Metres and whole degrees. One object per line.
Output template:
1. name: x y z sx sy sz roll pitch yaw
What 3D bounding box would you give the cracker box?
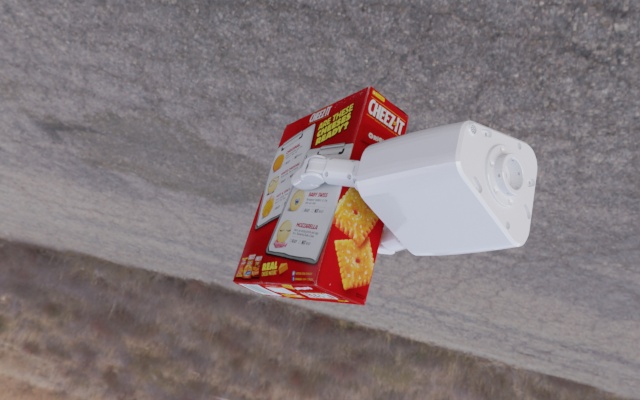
1. cracker box: 0.000 0.002 0.529 0.072 0.213 0.164 29 -23 -30
